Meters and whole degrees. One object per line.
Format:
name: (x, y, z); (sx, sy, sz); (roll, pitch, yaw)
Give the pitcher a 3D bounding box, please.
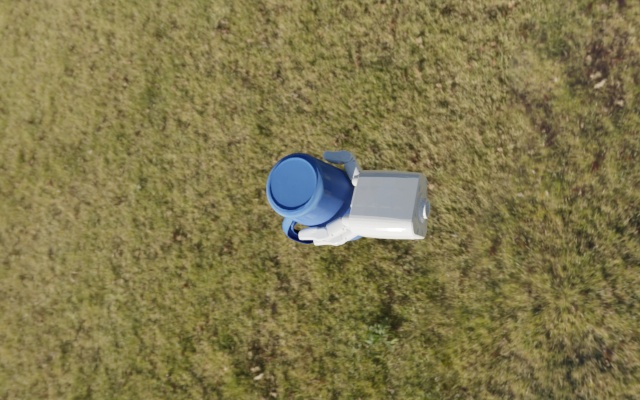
pitcher: (0.000, 0.003, 0.867); (0.145, 0.149, 0.243); (3, -9, 27)
